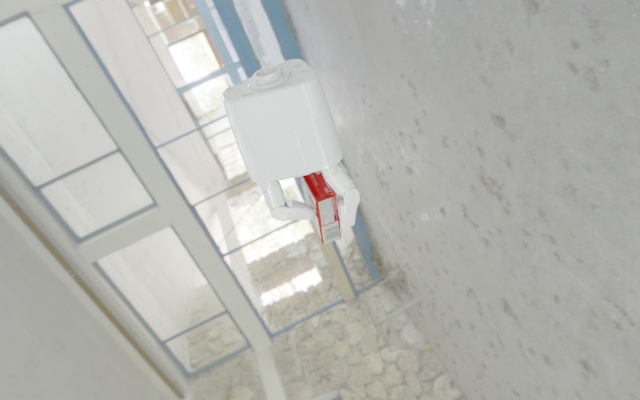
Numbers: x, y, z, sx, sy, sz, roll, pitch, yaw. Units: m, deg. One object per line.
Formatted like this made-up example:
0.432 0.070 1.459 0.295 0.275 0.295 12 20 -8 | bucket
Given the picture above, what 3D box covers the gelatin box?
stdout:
0.000 0.002 0.636 0.030 0.089 0.073 -18 46 -9 | gelatin box
